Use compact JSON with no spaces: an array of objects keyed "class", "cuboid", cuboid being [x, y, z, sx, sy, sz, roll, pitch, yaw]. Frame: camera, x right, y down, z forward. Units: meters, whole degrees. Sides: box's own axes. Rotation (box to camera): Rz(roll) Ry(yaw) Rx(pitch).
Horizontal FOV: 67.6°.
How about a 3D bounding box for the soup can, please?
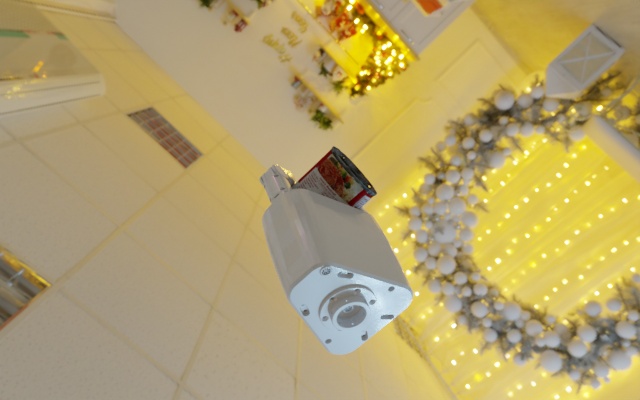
[{"class":"soup can","cuboid":[0.000,0.002,0.509,0.102,0.068,0.068,-43,-11,12]}]
